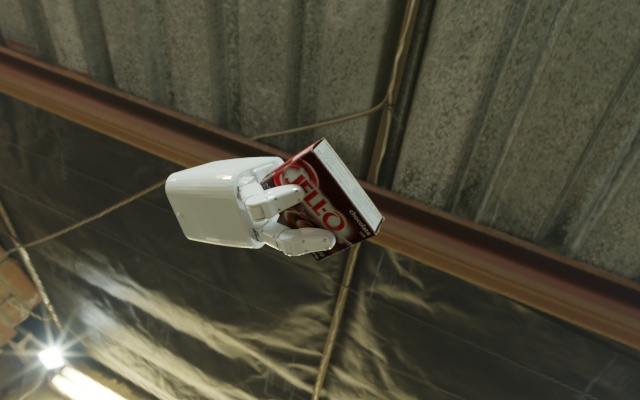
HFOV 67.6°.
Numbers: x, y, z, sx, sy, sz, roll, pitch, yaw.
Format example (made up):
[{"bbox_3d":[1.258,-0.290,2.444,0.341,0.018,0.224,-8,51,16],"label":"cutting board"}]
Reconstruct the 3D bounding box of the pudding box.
[{"bbox_3d":[0.000,0.002,0.513,0.090,0.113,0.039,-30,15,39],"label":"pudding box"}]
